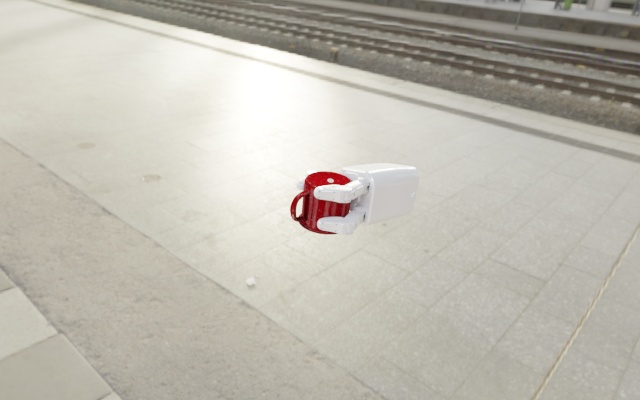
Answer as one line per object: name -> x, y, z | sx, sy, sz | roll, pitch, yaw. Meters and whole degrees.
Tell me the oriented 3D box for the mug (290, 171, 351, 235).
mug -> -0.001, 0.003, 0.811 | 0.117, 0.081, 0.093 | -11, 30, -30
